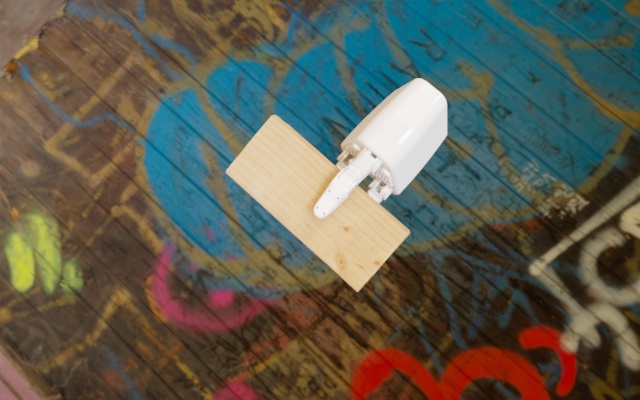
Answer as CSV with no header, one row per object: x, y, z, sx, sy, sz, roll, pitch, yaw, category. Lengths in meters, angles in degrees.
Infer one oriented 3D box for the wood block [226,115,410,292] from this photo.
0.000,0.002,0.578,0.206,0.090,0.091,41,5,8,wood block
